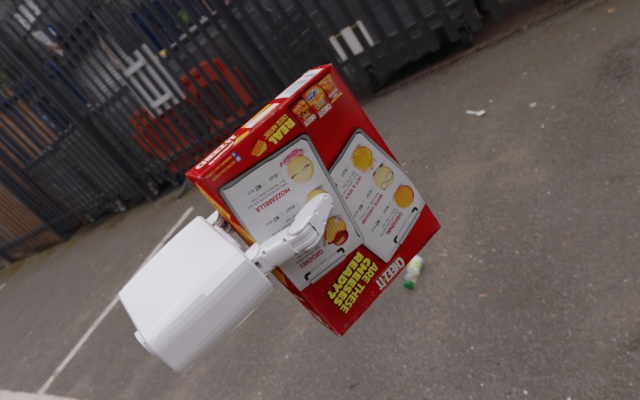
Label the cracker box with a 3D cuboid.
[{"bbox_3d":[0.000,0.001,0.482,0.164,0.214,0.072,-44,23,-15],"label":"cracker box"}]
